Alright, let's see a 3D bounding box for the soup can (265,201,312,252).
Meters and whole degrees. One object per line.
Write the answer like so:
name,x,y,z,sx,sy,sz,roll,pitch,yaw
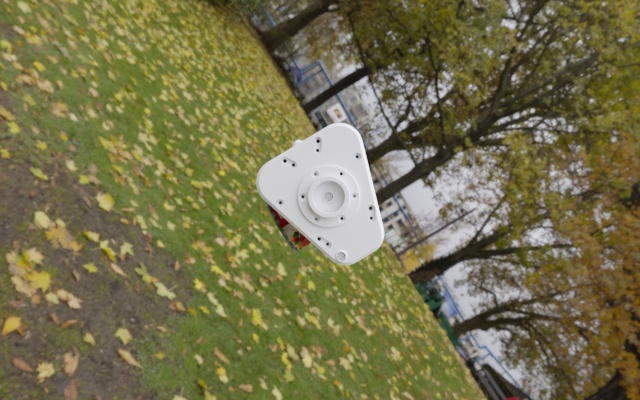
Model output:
soup can,0.000,0.002,0.524,0.102,0.068,0.068,-31,-1,1
